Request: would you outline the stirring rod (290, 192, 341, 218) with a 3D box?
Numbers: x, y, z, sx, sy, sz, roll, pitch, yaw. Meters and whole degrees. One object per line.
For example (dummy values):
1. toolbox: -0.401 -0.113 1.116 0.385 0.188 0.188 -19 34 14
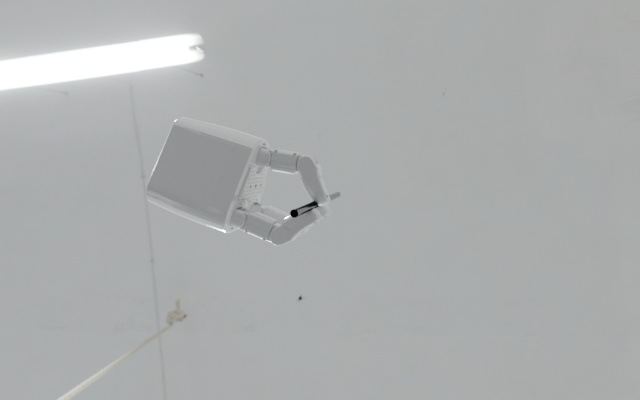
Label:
1. stirring rod: 0.000 0.002 0.564 0.011 0.011 0.239 0 5 12
